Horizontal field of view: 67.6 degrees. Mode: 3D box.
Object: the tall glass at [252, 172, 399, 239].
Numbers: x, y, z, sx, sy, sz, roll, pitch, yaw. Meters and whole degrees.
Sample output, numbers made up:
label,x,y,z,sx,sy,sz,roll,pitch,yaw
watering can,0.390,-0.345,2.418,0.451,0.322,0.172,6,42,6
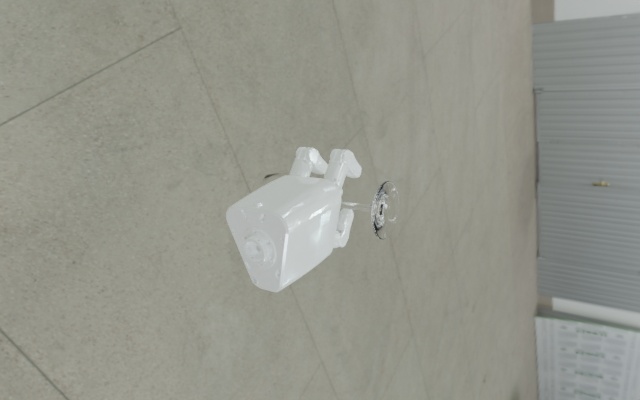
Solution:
label,x,y,z,sx,sy,sz,roll,pitch,yaw
tall glass,0.001,0.002,0.653,0.201,0.079,0.079,7,4,34
